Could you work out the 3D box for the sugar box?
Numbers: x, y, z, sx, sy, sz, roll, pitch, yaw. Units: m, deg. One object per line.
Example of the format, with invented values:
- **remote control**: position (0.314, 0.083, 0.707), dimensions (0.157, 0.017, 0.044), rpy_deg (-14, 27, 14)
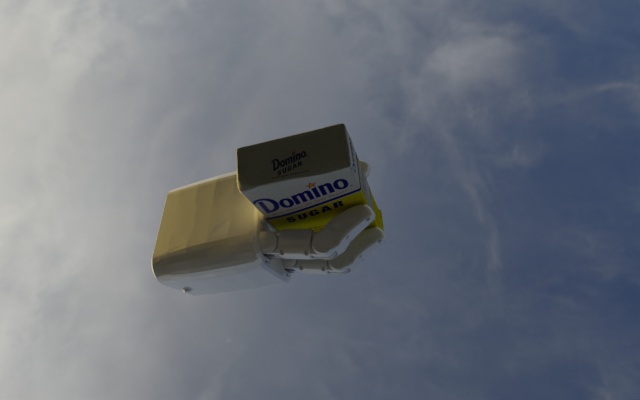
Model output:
- **sugar box**: position (0.000, 0.002, 0.441), dimensions (0.093, 0.048, 0.176), rpy_deg (-12, -24, 12)
